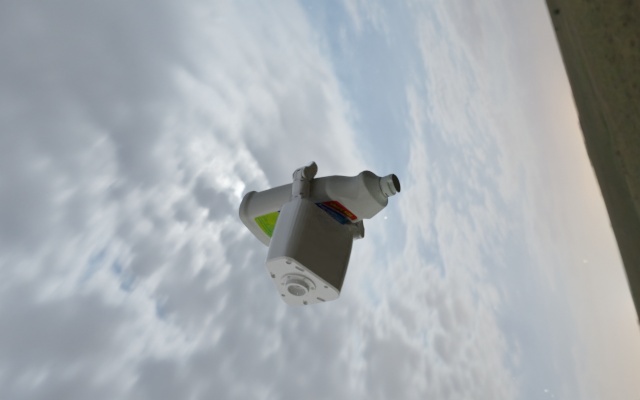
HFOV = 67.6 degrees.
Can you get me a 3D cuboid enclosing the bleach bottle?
[{"bbox_3d":[0.000,0.002,0.738,0.251,0.068,0.103,-18,-52,29],"label":"bleach bottle"}]
